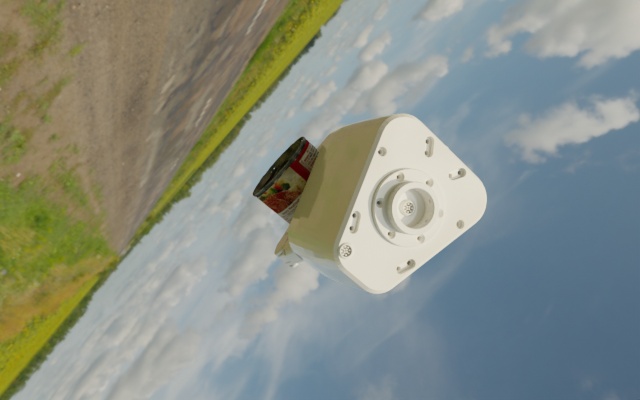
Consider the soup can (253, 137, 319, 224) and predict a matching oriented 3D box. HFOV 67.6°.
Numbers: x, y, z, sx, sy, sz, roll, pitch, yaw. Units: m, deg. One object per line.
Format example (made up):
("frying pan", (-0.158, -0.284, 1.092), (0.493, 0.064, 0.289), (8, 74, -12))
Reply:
("soup can", (0.000, 0.002, 0.428), (0.102, 0.068, 0.068), (41, -12, -14))
